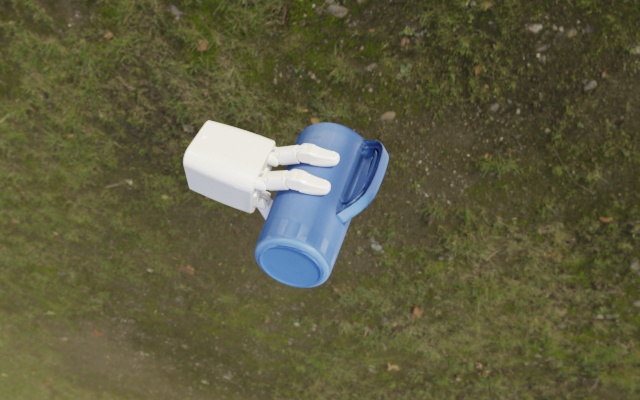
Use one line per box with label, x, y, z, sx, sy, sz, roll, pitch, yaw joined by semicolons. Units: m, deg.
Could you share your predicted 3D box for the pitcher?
pitcher;0.000;0.002;0.712;0.145;0.242;0.149;21;-41;-1
